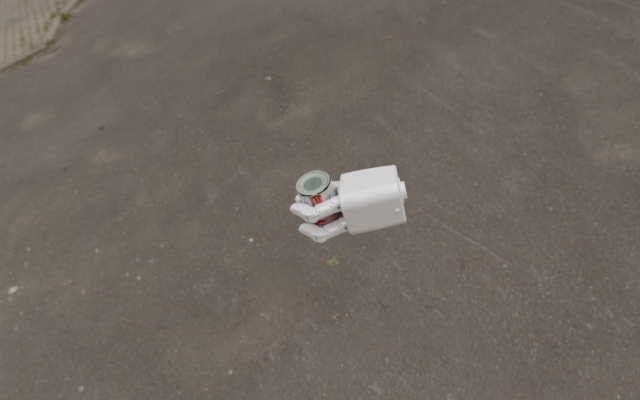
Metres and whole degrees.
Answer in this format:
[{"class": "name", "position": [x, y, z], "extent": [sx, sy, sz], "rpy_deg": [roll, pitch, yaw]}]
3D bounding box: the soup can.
[{"class": "soup can", "position": [0.000, 0.003, 0.891], "extent": [0.068, 0.068, 0.102], "rpy_deg": [0, -44, 23]}]
